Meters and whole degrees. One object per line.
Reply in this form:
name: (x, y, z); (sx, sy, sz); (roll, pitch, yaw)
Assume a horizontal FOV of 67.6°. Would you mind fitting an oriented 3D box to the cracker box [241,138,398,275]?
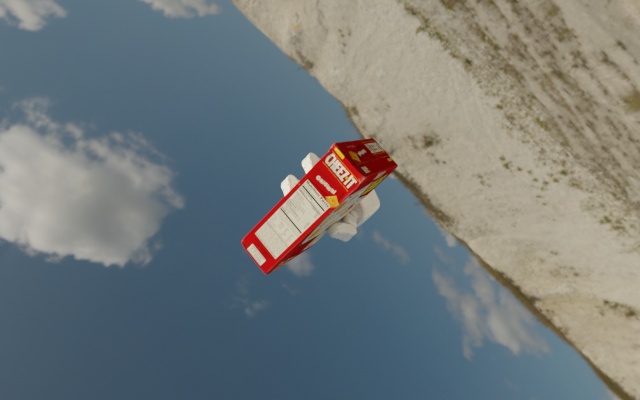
cracker box: (0.000, 0.003, 0.719); (0.214, 0.072, 0.164); (-45, -9, 23)
